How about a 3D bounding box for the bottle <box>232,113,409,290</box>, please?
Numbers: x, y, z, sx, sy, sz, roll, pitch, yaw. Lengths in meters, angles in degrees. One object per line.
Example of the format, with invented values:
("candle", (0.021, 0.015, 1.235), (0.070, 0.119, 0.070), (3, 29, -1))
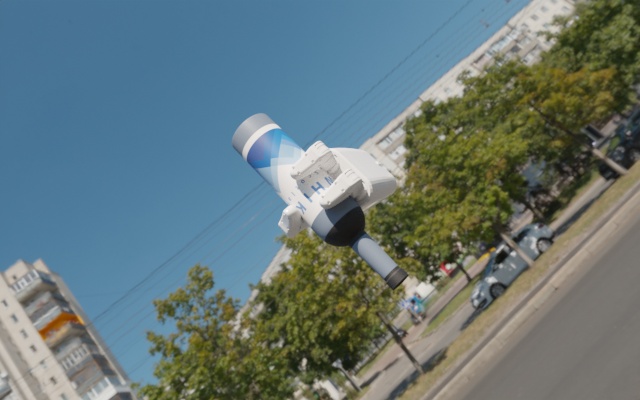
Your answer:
("bottle", (0.000, 0.002, 0.631), (0.295, 0.069, 0.069), (45, 17, 18))
